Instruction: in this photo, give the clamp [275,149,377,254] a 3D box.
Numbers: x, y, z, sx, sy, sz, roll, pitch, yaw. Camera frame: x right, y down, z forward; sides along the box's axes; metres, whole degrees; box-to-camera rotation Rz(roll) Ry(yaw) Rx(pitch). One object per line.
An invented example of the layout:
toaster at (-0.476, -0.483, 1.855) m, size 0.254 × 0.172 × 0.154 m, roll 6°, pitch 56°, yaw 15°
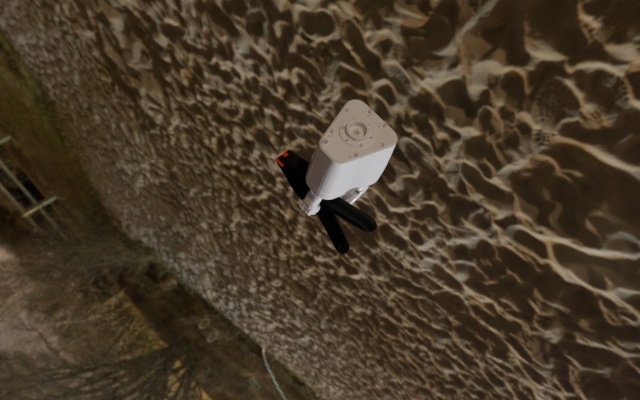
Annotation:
clamp at (-0.001, 0.003, 0.824) m, size 0.036 × 0.210 × 0.165 m, roll -39°, pitch -13°, yaw -24°
